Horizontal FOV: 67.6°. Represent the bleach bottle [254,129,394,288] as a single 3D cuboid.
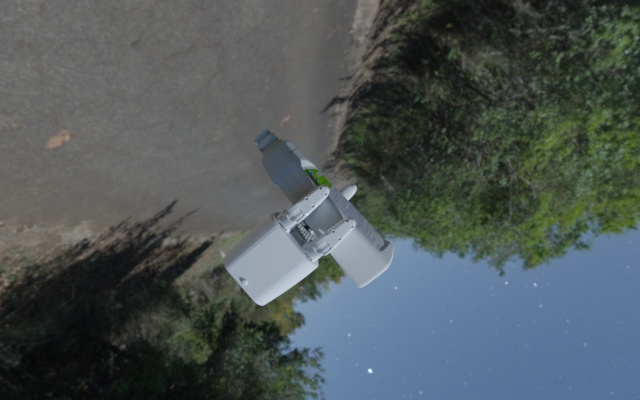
[{"bbox_3d":[0.000,0.002,0.681,0.068,0.251,0.102,-40,2,16],"label":"bleach bottle"}]
